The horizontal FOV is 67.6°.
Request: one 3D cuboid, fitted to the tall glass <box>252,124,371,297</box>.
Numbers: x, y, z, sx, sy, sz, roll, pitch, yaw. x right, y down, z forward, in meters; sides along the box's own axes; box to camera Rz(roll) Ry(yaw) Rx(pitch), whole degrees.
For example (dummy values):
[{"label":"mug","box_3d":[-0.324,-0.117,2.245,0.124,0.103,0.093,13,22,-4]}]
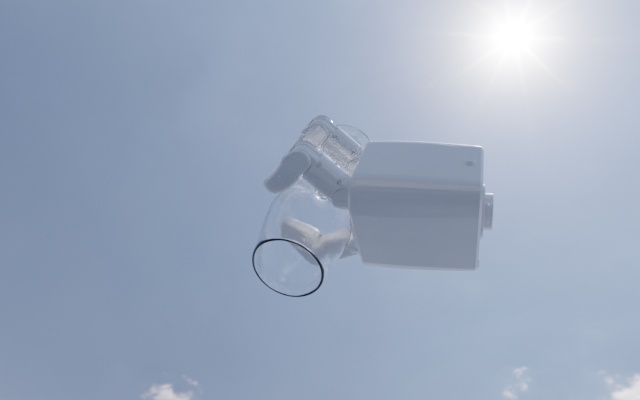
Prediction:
[{"label":"tall glass","box_3d":[0.000,0.001,0.464,0.079,0.079,0.201,0,33,19]}]
